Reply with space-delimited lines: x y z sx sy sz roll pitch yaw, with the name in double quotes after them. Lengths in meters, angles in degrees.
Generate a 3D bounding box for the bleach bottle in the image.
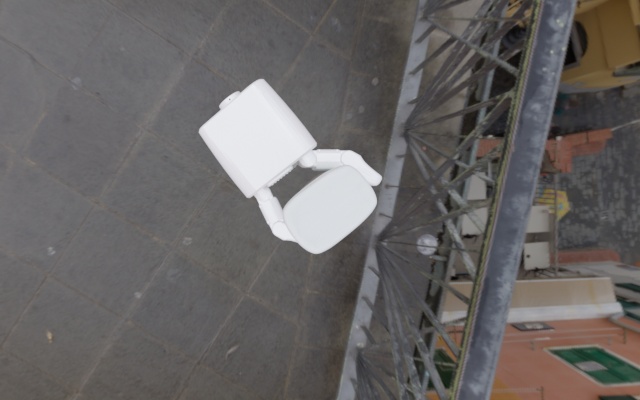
0.000 0.002 0.622 0.102 0.068 0.251 -37 6 -3 "bleach bottle"
